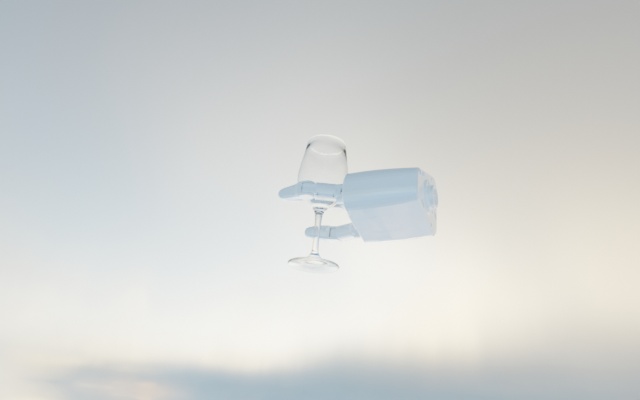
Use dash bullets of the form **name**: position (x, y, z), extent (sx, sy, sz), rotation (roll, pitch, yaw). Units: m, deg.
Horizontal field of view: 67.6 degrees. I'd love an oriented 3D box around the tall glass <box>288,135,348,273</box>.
- **tall glass**: position (0.000, 0.003, 0.717), extent (0.079, 0.201, 0.079), rotation (5, -23, 2)
